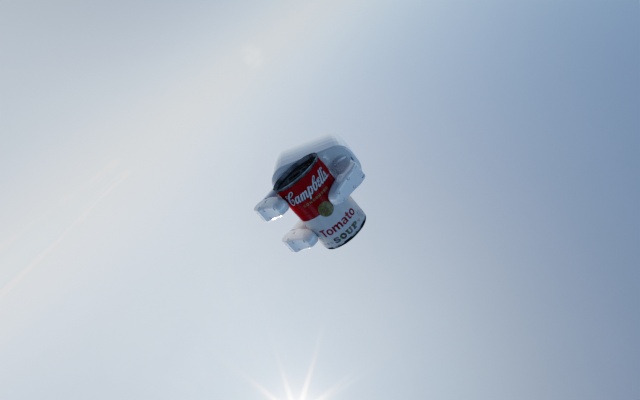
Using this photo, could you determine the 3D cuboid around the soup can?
[{"bbox_3d":[0.000,0.002,0.583,0.068,0.102,0.068,-36,19,14],"label":"soup can"}]
